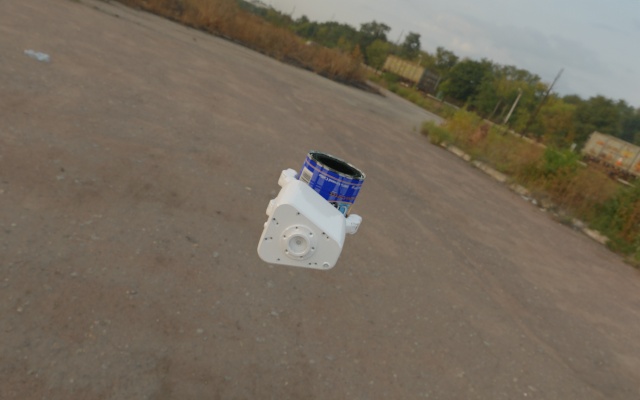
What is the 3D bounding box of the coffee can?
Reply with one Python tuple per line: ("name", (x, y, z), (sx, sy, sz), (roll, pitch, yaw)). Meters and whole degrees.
("coffee can", (0.000, 0.003, 0.789), (0.103, 0.140, 0.102), (22, 17, -7))
